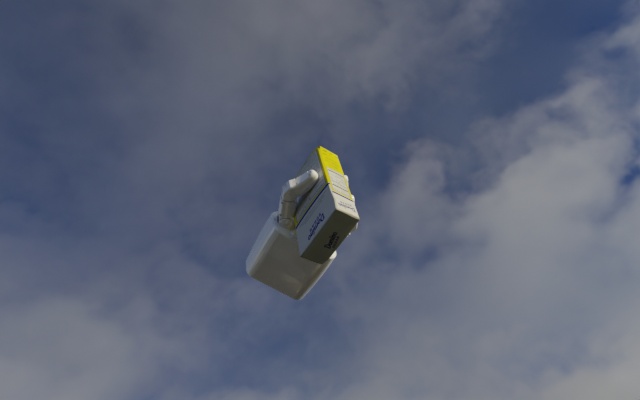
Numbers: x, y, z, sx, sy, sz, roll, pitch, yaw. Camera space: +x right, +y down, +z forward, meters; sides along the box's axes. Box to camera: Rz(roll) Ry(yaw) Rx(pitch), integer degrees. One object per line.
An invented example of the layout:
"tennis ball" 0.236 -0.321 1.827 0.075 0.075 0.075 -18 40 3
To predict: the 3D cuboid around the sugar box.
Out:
"sugar box" 0.000 0.003 0.703 0.048 0.093 0.176 23 28 -26
